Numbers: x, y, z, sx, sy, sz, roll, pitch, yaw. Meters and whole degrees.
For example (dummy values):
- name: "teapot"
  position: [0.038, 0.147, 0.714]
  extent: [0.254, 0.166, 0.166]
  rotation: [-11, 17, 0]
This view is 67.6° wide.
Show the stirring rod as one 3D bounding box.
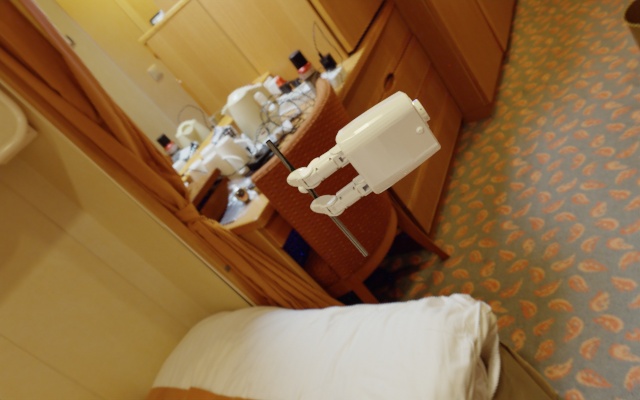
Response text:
- name: "stirring rod"
  position: [0.000, 0.002, 0.695]
  extent: [0.240, 0.011, 0.011]
  rotation: [49, -26, -25]
